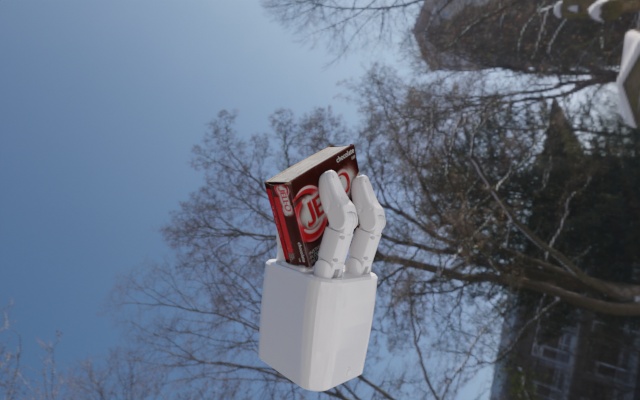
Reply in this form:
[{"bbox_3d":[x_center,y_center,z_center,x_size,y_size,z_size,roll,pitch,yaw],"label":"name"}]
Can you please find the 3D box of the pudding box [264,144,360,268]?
[{"bbox_3d":[0.000,0.002,0.490,0.039,0.090,0.113,4,27,36],"label":"pudding box"}]
